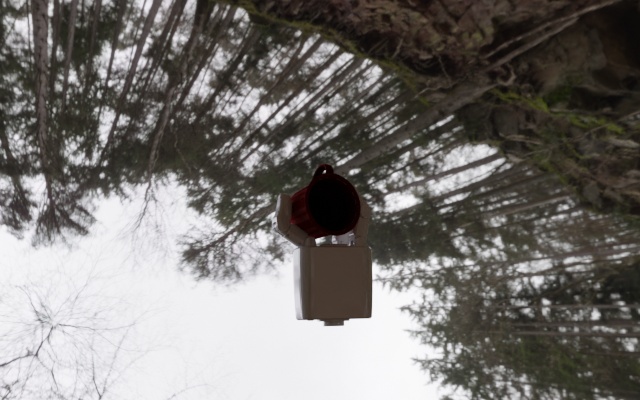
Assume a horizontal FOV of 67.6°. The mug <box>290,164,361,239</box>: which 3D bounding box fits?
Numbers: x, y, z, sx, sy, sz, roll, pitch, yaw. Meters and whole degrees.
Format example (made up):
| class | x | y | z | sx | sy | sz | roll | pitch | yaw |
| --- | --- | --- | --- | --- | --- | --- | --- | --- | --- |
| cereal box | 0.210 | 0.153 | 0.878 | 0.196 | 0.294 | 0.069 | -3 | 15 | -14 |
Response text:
| class | x | y | z | sx | sy | sz | roll | pitch | yaw |
| --- | --- | --- | --- | --- | --- | --- | --- | --- | --- |
| mug | 0.000 | 0.001 | 0.724 | 0.093 | 0.117 | 0.081 | 8 | -17 | -27 |
